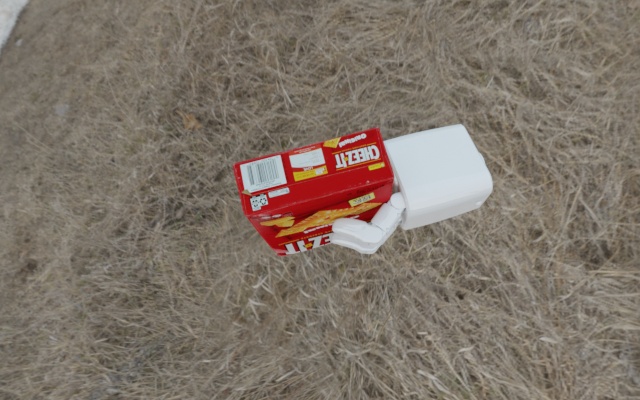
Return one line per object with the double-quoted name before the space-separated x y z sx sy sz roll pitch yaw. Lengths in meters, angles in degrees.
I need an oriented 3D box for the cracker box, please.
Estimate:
"cracker box" 0.000 0.002 0.597 0.164 0.072 0.214 -15 -19 0
